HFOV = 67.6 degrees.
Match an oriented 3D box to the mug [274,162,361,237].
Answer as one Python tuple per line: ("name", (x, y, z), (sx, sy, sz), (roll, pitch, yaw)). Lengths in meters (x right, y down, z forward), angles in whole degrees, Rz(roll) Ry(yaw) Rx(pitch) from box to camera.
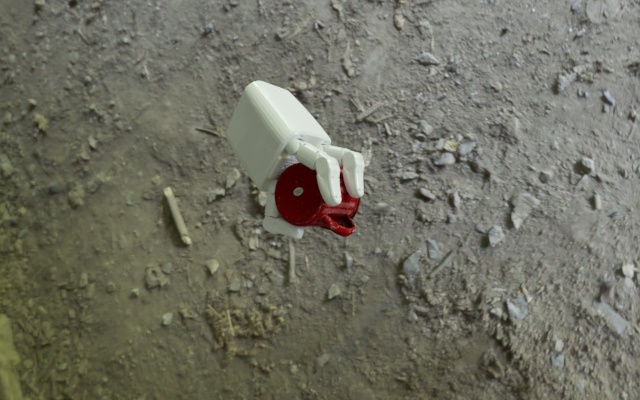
("mug", (0.001, 0.003, 0.626), (0.093, 0.117, 0.081), (-47, -25, 23))
